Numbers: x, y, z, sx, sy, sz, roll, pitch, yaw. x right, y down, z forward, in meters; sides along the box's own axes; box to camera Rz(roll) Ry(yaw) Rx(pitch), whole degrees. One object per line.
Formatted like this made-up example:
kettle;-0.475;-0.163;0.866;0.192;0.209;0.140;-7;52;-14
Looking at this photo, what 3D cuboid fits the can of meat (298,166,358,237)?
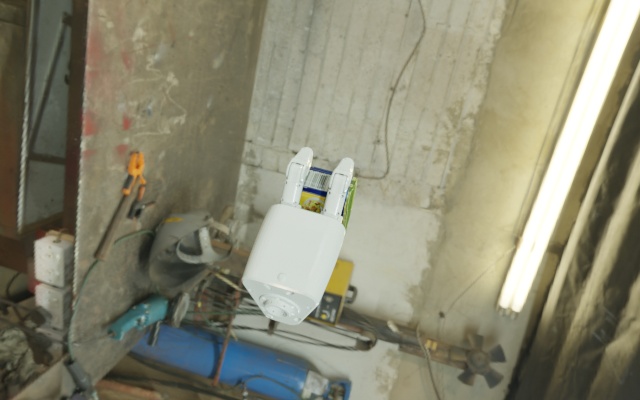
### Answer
can of meat;0.000;0.002;0.645;0.084;0.057;0.102;15;-39;8
